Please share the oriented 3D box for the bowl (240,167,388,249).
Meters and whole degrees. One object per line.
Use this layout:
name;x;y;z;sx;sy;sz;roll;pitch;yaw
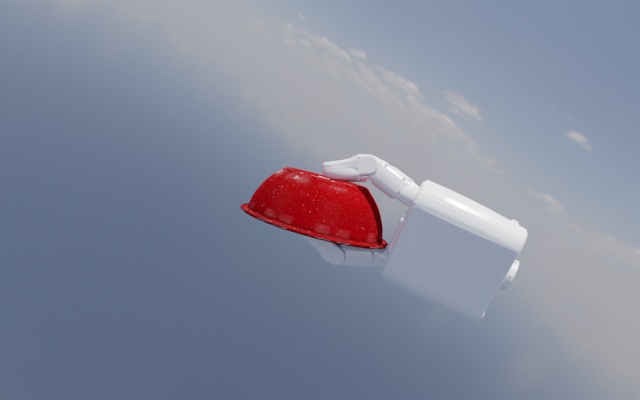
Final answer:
bowl;-0.001;0.001;0.509;0.162;0.055;0.162;14;5;-1
